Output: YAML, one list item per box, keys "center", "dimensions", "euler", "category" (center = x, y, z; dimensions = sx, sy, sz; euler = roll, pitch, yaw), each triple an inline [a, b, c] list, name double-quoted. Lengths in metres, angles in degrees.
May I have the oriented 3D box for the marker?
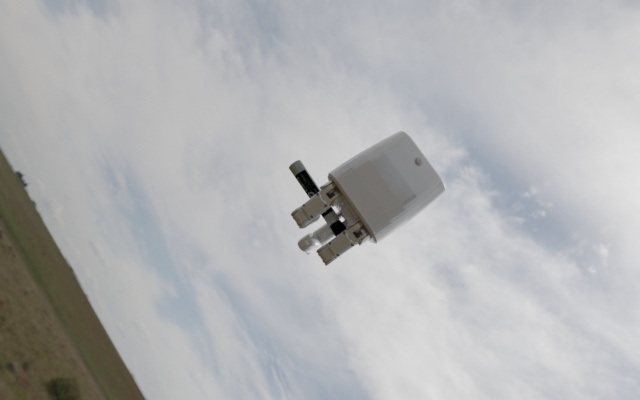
- center: [0.000, 0.002, 0.605]
  dimensions: [0.020, 0.121, 0.020]
  euler: [-33, -9, -6]
  category: "marker"
